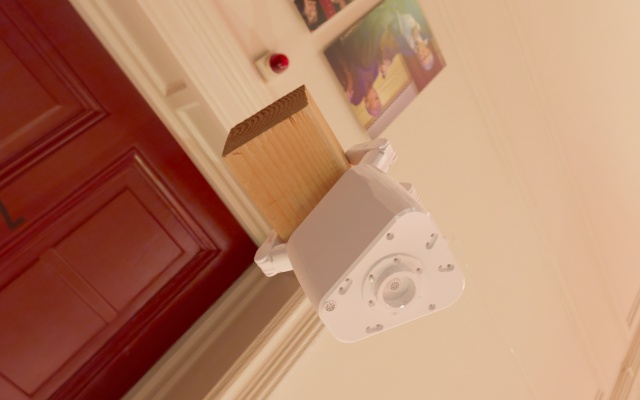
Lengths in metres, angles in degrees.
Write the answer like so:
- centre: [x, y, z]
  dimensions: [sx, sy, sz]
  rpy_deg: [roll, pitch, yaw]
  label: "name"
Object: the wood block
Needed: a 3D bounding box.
- centre: [0.000, 0.002, 0.484]
  dimensions: [0.091, 0.206, 0.090]
  rpy_deg: [-29, 24, 9]
  label: "wood block"
